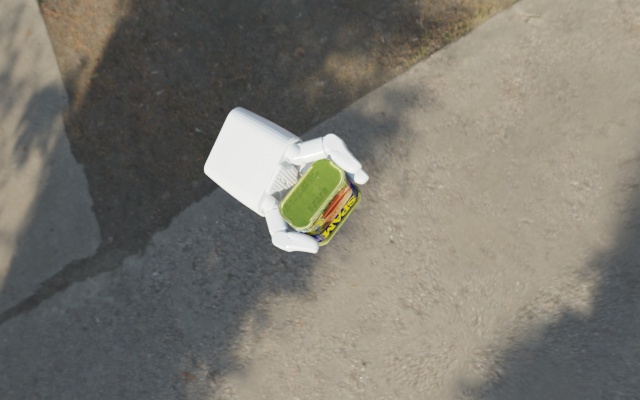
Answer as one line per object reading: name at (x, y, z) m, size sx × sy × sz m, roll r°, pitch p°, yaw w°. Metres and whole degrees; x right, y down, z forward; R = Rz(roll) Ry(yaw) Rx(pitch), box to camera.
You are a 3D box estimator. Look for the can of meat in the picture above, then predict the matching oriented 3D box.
can of meat at (0.000, 0.002, 0.630) m, size 0.057 × 0.102 × 0.084 m, roll 37°, pitch -4°, yaw 24°
